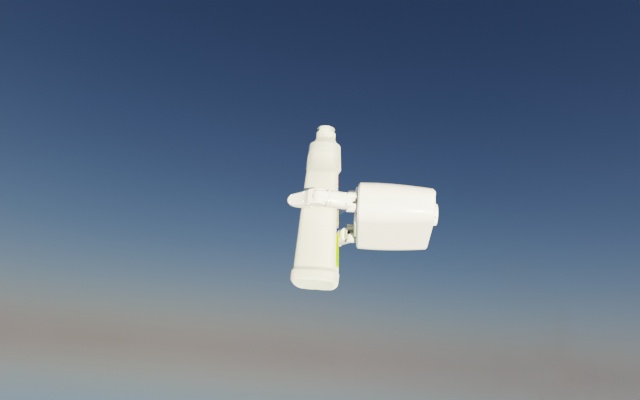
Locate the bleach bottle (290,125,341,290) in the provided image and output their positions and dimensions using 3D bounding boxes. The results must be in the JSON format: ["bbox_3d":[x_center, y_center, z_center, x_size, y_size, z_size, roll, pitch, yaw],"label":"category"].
[{"bbox_3d":[0.000,0.002,0.717,0.068,0.250,0.103,3,-18,3],"label":"bleach bottle"}]
